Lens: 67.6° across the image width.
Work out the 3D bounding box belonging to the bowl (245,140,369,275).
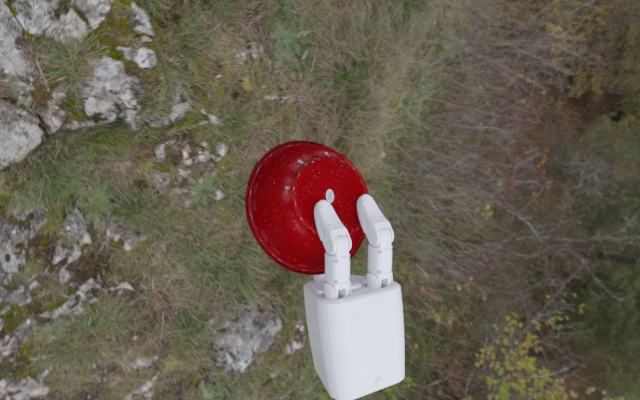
[{"bbox_3d":[0.000,0.000,0.540,0.162,0.162,0.055,0,-11,-29],"label":"bowl"}]
